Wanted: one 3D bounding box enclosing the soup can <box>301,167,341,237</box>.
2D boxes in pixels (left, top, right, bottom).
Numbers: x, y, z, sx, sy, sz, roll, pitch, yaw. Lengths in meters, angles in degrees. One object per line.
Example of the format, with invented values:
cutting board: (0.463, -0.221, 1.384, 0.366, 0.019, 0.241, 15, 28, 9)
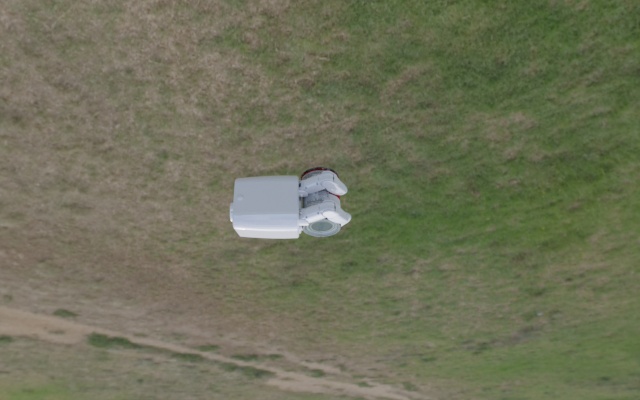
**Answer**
soup can: (0.001, 0.003, 0.822, 0.068, 0.102, 0.068, -1, -30, -1)
